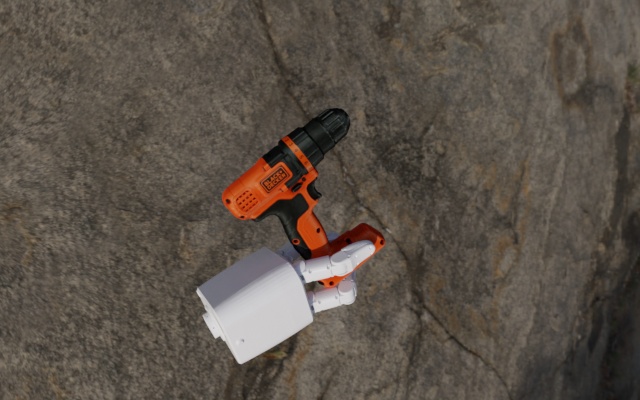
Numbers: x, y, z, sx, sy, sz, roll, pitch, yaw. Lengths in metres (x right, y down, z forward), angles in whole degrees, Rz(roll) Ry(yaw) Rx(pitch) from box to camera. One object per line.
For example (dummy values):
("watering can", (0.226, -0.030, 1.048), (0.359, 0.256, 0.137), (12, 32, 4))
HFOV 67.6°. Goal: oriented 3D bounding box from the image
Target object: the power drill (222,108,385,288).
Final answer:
("power drill", (0.000, 0.002, 0.602), (0.184, 0.188, 0.057), (-39, 19, -1))
